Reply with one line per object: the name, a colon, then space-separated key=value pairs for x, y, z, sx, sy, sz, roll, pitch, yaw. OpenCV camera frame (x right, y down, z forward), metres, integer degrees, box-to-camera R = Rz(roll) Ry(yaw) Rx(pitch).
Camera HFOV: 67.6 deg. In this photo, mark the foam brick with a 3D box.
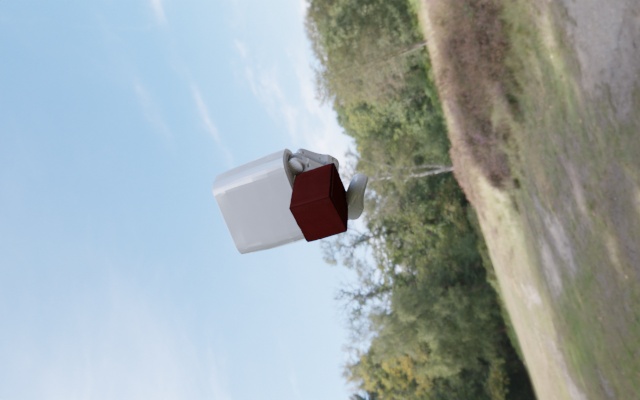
foam brick: x=0.000 y=0.002 z=0.560 sx=0.051 sy=0.053 sz=0.078 roll=-17 pitch=30 yaw=14
